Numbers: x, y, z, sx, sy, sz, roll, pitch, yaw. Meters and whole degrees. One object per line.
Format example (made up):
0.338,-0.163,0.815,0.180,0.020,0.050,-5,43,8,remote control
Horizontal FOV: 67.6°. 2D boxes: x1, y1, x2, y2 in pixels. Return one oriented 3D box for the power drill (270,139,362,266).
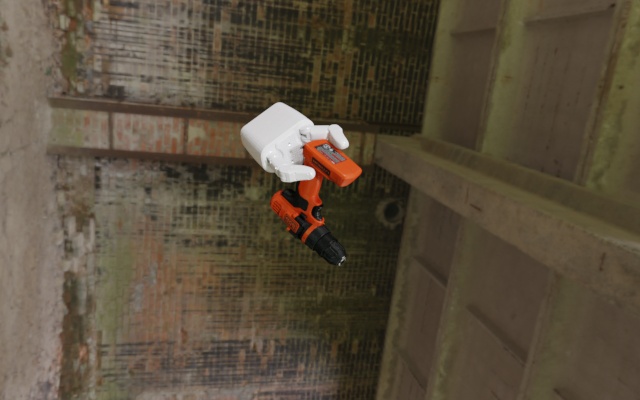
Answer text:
0.000,0.002,0.838,0.184,0.188,0.057,42,39,20,power drill
